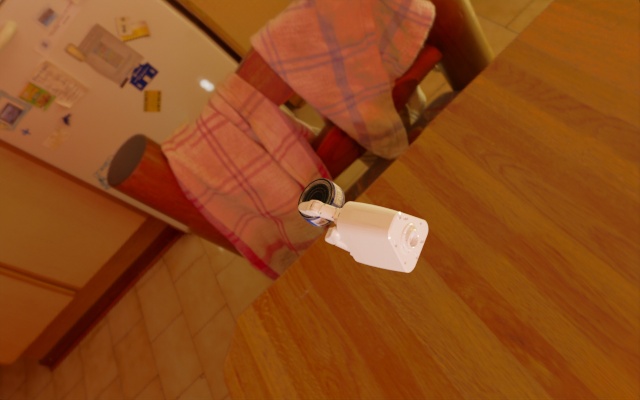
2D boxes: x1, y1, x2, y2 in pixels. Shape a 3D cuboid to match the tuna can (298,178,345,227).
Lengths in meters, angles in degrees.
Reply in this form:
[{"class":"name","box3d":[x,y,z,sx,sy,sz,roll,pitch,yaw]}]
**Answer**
[{"class":"tuna can","box3d":[0.000,0.003,0.869,0.086,0.086,0.034,0,-26,43]}]
